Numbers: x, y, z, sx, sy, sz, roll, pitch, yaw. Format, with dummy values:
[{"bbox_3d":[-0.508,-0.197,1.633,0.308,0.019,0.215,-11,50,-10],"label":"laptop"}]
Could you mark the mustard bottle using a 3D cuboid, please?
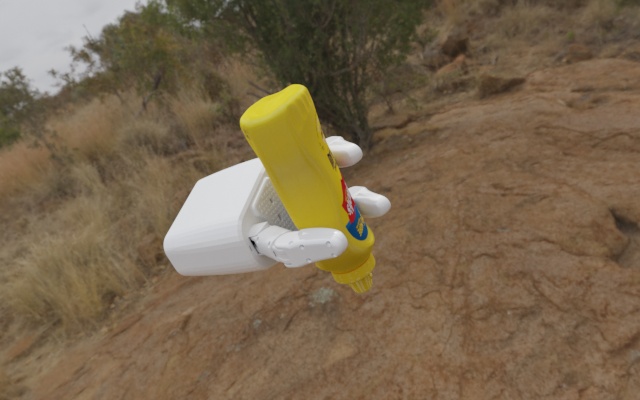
[{"bbox_3d":[0.000,0.001,0.411,0.058,0.192,0.096,-22,21,9],"label":"mustard bottle"}]
